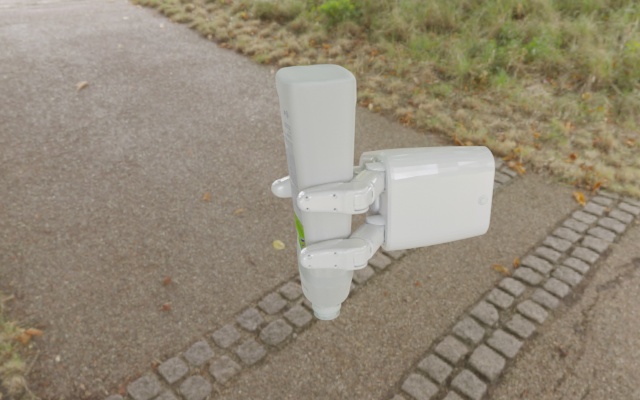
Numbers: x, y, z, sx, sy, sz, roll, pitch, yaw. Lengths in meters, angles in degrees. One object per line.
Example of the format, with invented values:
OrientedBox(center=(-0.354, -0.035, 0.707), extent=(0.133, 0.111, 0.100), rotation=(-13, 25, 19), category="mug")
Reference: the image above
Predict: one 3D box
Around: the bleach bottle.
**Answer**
OrientedBox(center=(0.000, 0.002, 0.470), extent=(0.068, 0.251, 0.102), rotation=(-6, 24, -7), category="bleach bottle")
